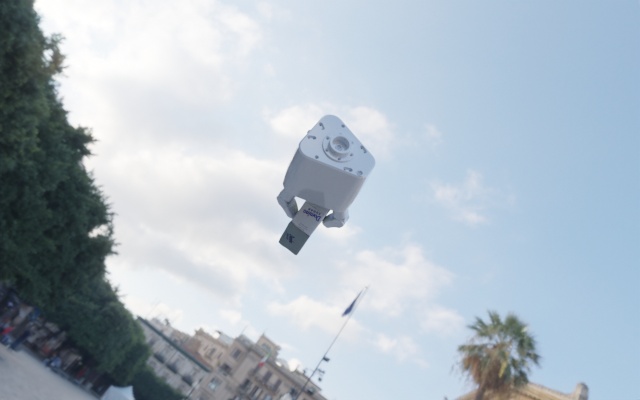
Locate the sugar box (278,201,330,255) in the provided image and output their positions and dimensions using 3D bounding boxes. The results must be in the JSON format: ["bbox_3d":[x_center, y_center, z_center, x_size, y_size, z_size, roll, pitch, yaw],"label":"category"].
[{"bbox_3d":[0.000,0.002,0.809,0.048,0.176,0.093,38,-30,3],"label":"sugar box"}]
